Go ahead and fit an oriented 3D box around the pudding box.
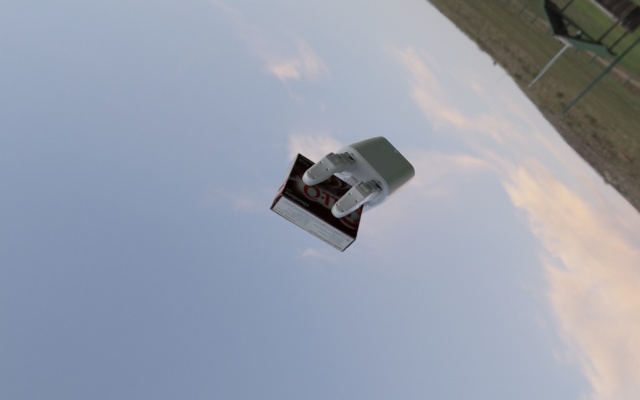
[{"bbox_3d":[0.000,0.002,0.620,0.113,0.090,0.039,30,-50,-10],"label":"pudding box"}]
